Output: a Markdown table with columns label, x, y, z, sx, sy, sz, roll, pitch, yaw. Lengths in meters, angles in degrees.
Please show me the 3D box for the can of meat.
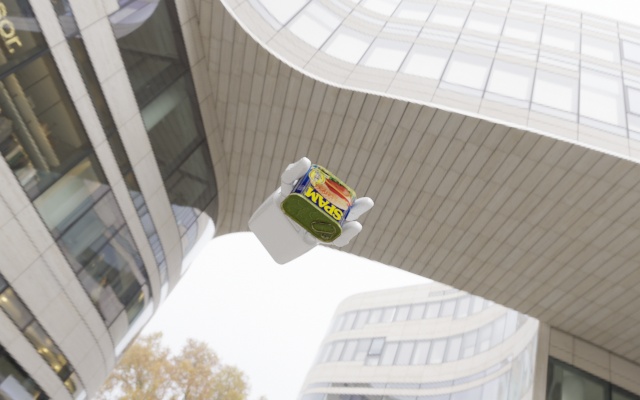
| label | x | y | z | sx | sy | sz | roll | pitch | yaw |
| --- | --- | --- | --- | --- | --- | --- | --- | --- | --- |
| can of meat | 0.000 | 0.002 | 0.759 | 0.102 | 0.084 | 0.057 | 38 | -43 | -9 |
